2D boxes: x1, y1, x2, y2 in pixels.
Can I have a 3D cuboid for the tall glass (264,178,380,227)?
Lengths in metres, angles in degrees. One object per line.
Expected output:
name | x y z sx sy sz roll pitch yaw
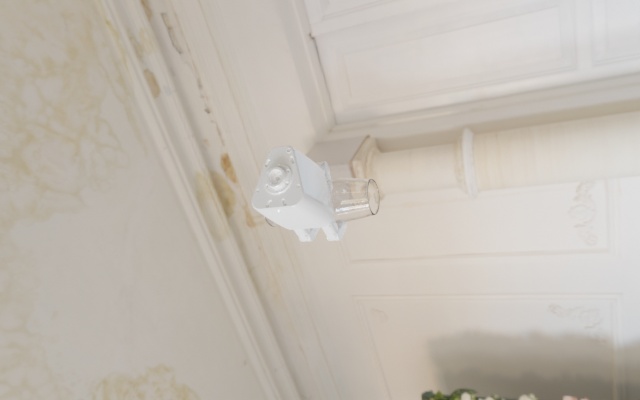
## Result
tall glass | 0.000 0.003 0.848 0.201 0.079 0.079 -6 -2 24
